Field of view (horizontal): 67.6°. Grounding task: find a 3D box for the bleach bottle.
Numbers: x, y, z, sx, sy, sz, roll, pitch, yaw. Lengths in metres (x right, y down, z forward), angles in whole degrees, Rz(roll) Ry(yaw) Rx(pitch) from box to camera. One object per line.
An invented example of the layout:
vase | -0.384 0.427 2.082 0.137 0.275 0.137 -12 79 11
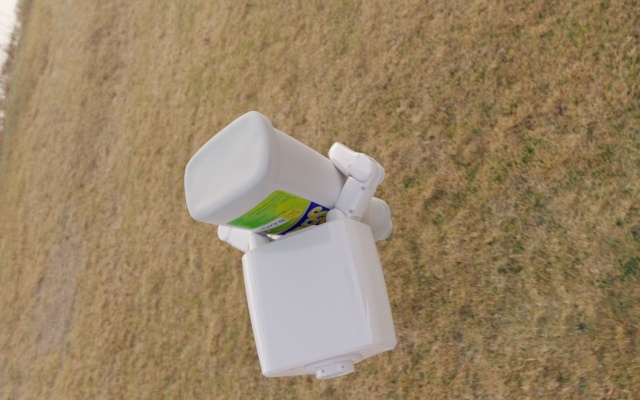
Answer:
bleach bottle | 0.000 0.002 0.464 0.102 0.068 0.251 -30 -30 30
